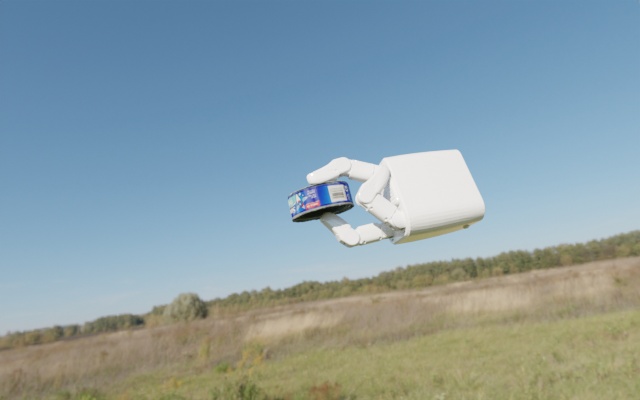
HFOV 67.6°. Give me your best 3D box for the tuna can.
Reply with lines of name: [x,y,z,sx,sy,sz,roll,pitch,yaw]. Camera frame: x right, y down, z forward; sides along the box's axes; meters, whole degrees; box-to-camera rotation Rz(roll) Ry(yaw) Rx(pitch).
tuna can: [0.000,0.002,0.639,0.086,0.033,0.086,-14,-10,-3]
